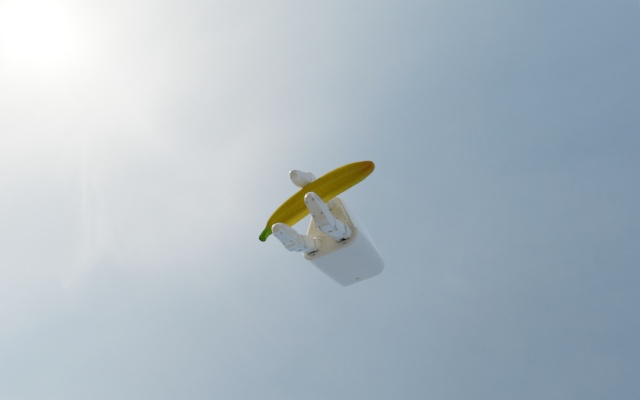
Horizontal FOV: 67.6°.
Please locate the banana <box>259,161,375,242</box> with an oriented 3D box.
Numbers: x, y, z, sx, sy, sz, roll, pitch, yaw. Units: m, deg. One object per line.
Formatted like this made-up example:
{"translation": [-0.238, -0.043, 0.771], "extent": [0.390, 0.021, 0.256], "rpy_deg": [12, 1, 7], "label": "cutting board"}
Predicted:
{"translation": [-0.006, -0.003, 0.713], "extent": [0.198, 0.037, 0.069], "rpy_deg": [-35, 25, 4], "label": "banana"}
